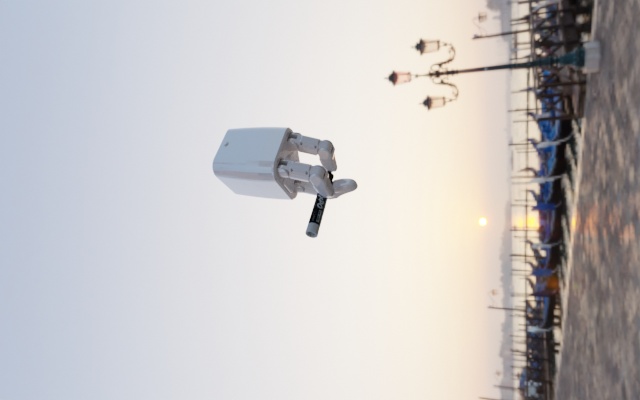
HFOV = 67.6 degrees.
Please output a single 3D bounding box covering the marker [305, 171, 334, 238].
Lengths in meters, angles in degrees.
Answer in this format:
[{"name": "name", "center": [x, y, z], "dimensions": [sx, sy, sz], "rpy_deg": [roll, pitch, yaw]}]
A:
[{"name": "marker", "center": [0.000, 0.002, 0.727], "dimensions": [0.020, 0.121, 0.020], "rpy_deg": [11, -36, 8]}]
